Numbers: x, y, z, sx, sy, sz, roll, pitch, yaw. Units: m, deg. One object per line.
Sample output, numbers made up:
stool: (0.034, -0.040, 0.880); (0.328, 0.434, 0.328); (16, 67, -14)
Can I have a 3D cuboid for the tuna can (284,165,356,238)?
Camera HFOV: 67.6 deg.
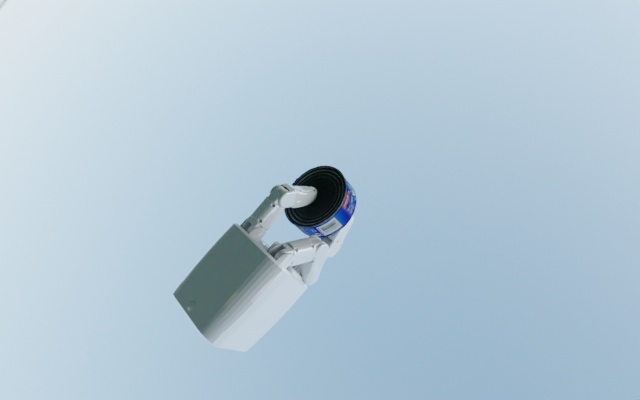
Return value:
tuna can: (0.000, 0.002, 0.585); (0.086, 0.086, 0.034); (0, -29, 33)
